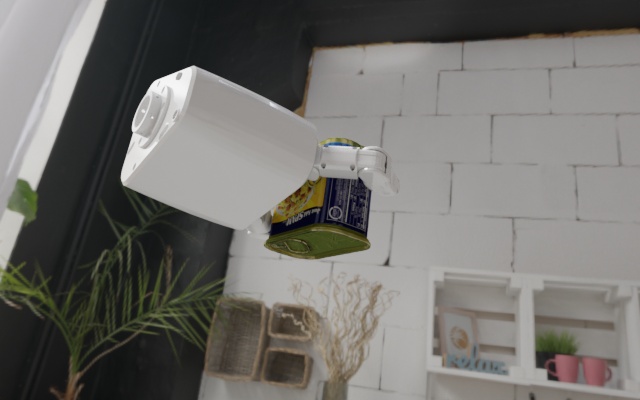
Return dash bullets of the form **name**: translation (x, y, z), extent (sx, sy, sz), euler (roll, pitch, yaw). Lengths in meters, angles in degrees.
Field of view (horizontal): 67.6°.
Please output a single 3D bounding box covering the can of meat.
- **can of meat**: translation (0.000, 0.001, 0.422), extent (0.057, 0.084, 0.102), euler (21, -24, -32)
